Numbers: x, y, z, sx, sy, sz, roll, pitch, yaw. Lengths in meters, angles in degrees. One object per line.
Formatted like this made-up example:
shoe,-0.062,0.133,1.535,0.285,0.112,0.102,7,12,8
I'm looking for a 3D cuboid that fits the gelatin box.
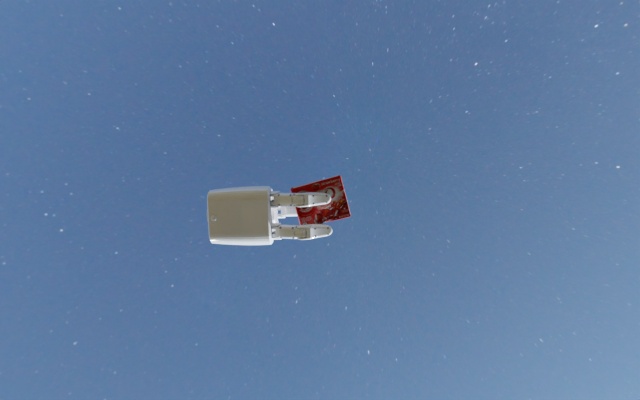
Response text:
gelatin box,0.000,0.003,0.816,0.089,0.073,0.030,-15,5,-1
